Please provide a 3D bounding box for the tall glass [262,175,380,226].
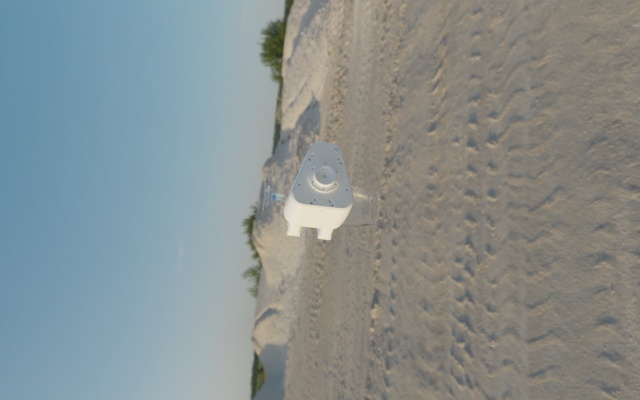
[{"bbox_3d":[-0.001,0.003,0.844,0.201,0.079,0.079,6,-1,-6],"label":"tall glass"}]
